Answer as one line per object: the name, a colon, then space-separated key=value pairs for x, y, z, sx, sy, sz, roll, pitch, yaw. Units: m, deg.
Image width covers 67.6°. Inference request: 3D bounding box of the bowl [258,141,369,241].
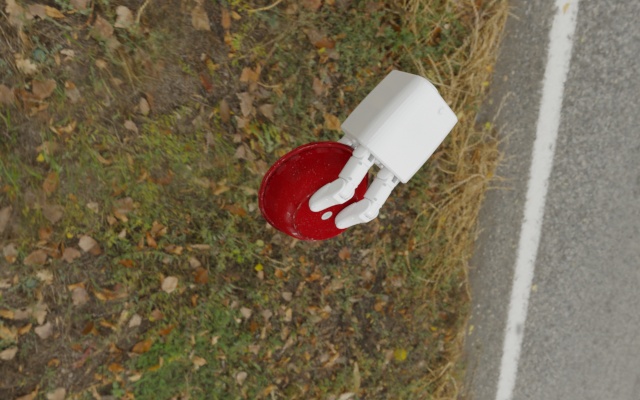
bowl: x=0.000 y=0.003 z=0.646 sx=0.162 sy=0.162 sz=0.055 roll=0 pitch=38 yaw=-23
